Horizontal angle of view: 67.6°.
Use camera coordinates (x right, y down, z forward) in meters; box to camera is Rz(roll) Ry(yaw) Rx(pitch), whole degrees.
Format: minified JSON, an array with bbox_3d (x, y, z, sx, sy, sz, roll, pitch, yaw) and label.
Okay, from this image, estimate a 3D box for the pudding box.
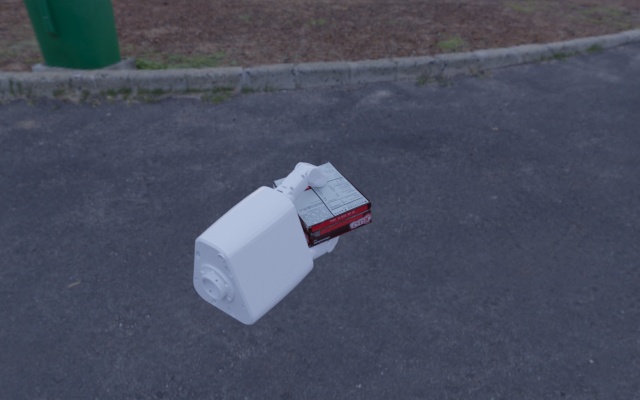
[{"bbox_3d":[0.000,0.002,0.613,0.090,0.039,0.113,-20,42,-19],"label":"pudding box"}]
